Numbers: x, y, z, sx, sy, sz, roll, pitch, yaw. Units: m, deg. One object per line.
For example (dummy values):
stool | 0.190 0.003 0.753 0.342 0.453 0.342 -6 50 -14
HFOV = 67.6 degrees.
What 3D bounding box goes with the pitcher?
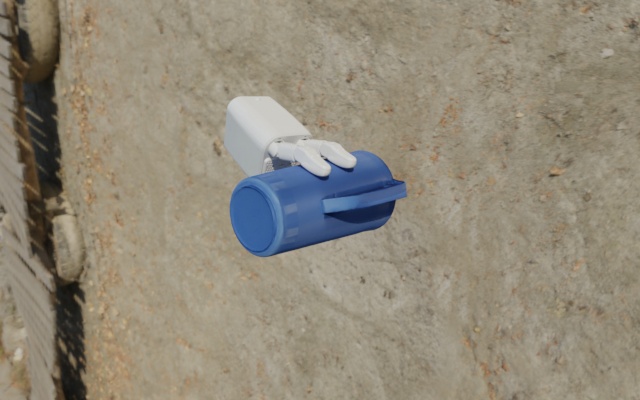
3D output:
pitcher | 0.000 0.002 0.695 0.243 0.149 0.145 -14 54 -46
